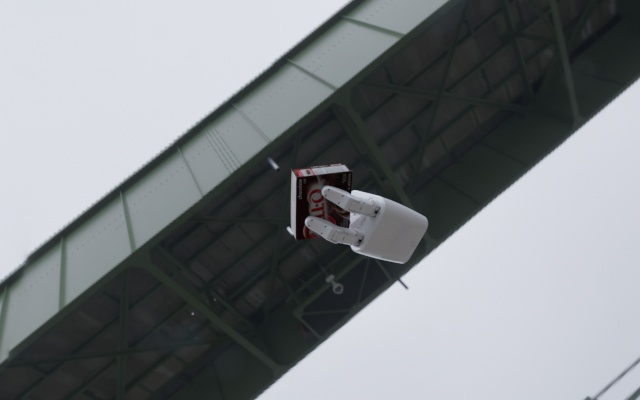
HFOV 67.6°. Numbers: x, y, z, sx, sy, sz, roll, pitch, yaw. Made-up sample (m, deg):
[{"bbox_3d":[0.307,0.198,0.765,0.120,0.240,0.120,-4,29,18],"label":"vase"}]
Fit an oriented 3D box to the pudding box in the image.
[{"bbox_3d":[0.000,0.002,0.745,0.090,0.113,0.039,-8,27,-18],"label":"pudding box"}]
